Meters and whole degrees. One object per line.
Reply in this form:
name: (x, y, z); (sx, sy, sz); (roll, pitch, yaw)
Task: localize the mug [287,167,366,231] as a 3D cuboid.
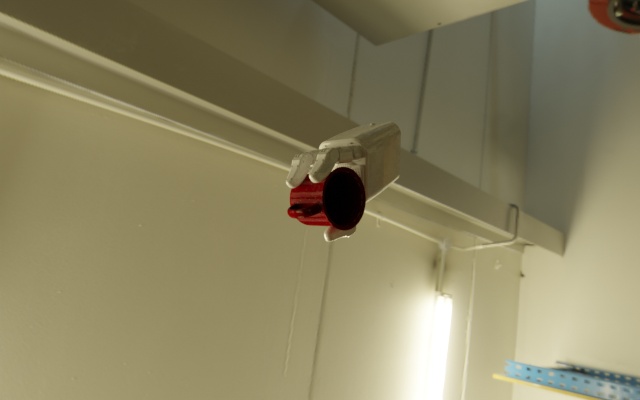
mug: (-0.001, 0.003, 0.712); (0.081, 0.093, 0.117); (-1, 20, 46)
